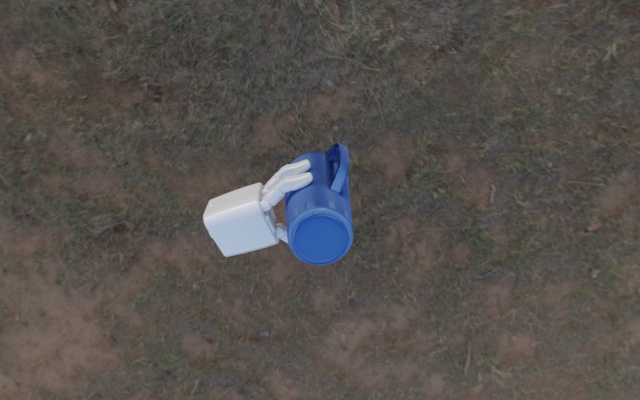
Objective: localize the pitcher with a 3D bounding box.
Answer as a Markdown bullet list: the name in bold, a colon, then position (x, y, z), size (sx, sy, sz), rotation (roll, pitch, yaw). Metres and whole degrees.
- **pitcher**: position (0.000, 0.003, 0.872), size (0.145, 0.149, 0.242), rotation (-14, 25, 4)
